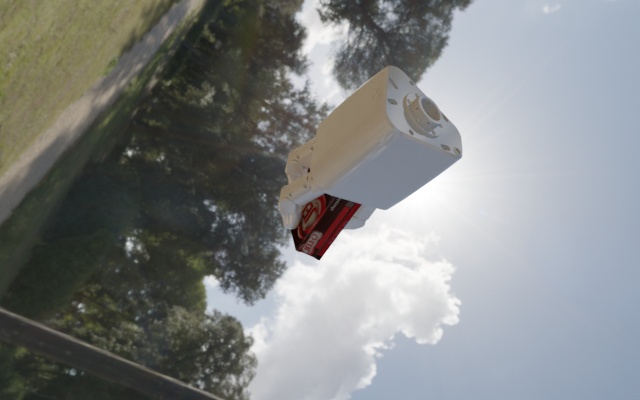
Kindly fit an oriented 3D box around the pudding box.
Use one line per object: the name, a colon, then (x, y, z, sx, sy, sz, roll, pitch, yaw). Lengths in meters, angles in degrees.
pudding box: (0.000, 0.002, 0.559, 0.039, 0.090, 0.113, 29, 19, -22)
